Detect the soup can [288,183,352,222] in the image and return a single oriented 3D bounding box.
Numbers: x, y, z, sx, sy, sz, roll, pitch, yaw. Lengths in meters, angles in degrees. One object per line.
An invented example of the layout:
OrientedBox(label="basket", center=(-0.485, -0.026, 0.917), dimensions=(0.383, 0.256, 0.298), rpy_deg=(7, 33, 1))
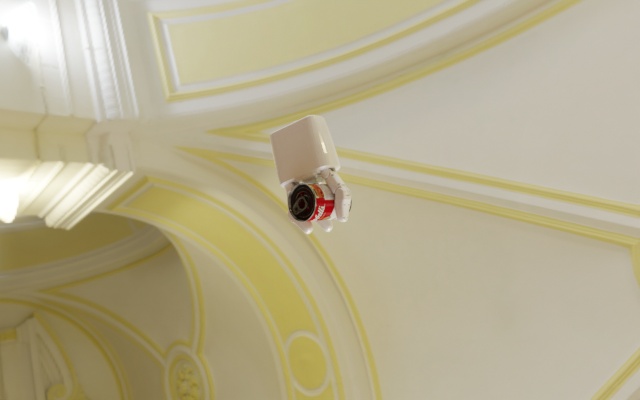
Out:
OrientedBox(label="soup can", center=(0.001, 0.003, 0.869), dimensions=(0.068, 0.068, 0.102), rpy_deg=(0, 1, 42))
